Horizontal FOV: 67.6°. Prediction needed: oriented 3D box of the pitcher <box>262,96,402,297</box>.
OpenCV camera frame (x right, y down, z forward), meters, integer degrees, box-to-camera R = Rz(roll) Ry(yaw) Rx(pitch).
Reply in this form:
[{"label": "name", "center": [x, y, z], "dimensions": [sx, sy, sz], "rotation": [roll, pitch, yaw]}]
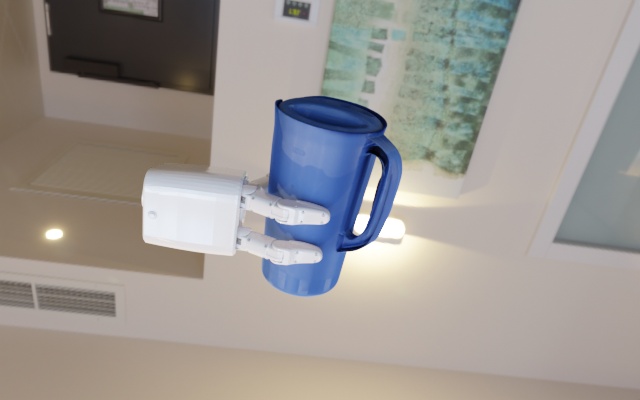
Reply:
[{"label": "pitcher", "center": [0.000, 0.002, 0.598], "dimensions": [0.145, 0.243, 0.149], "rotation": [7, 27, -9]}]
